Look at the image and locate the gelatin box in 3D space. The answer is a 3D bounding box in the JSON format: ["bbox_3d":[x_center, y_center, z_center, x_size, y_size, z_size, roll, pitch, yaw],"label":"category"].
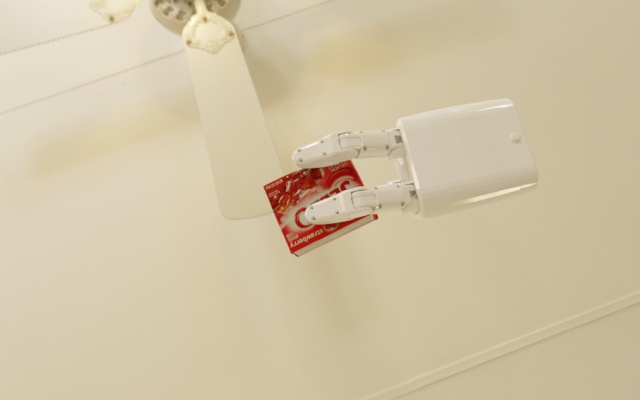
[{"bbox_3d":[0.000,0.002,0.454,0.089,0.073,0.030,-26,-19,4],"label":"gelatin box"}]
